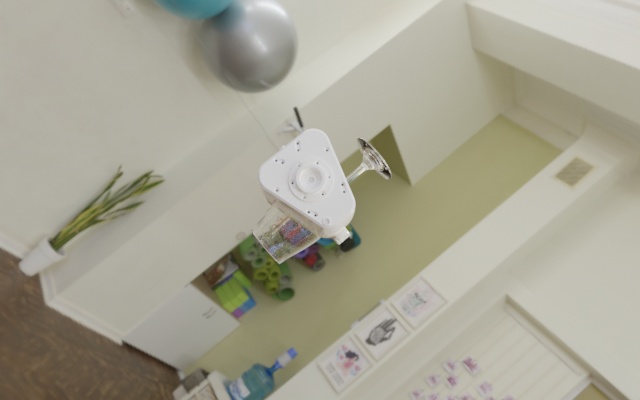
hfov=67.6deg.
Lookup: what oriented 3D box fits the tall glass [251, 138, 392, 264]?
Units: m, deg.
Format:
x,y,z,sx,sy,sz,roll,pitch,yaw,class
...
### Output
x,y,z,sx,sy,sz,roll,pitch,yaw,class
0.001,0.002,0.670,0.201,0.079,0.079,-39,4,-6,tall glass
